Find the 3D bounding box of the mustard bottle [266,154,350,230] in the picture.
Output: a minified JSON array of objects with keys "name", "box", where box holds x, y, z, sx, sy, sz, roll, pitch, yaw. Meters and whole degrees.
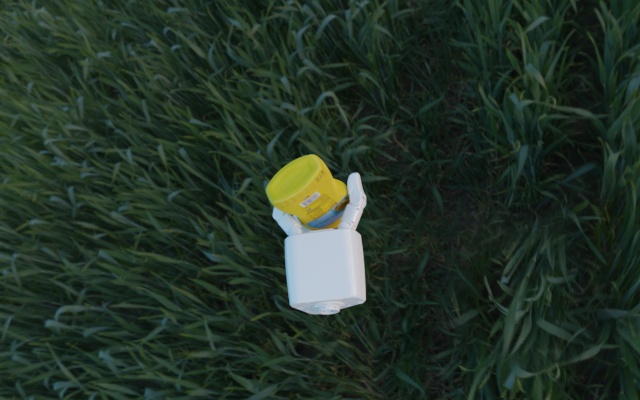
[{"name":"mustard bottle","box":[0.000,0.002,0.768,0.096,0.058,0.192,-37,-34,9]}]
